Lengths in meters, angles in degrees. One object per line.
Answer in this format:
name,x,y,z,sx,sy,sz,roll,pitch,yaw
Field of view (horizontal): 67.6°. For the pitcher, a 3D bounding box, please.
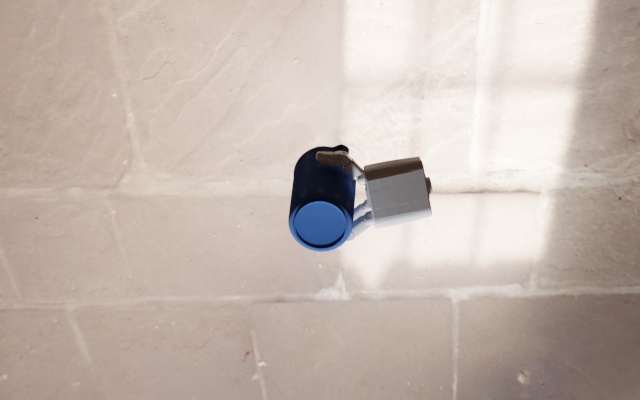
pitcher,0.000,0.003,0.894,0.145,0.149,0.242,-12,22,8
